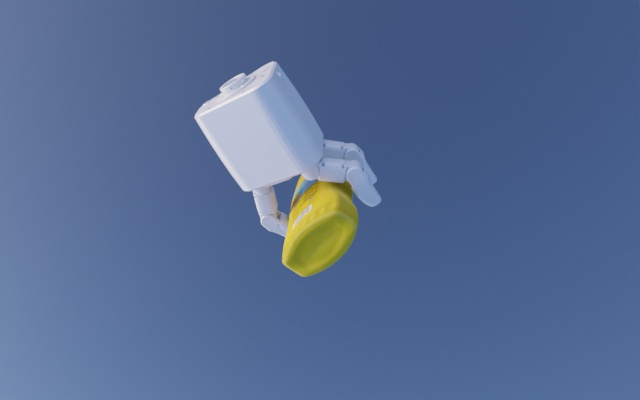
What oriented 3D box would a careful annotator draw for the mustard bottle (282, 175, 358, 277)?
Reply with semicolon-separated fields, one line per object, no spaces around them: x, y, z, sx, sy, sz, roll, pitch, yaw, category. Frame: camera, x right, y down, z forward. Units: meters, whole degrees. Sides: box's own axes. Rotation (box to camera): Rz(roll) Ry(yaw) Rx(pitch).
0.000;0.002;0.584;0.058;0.096;0.191;35;24;-17;mustard bottle
